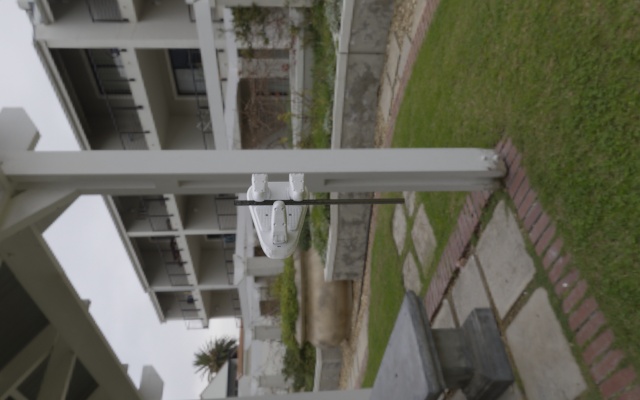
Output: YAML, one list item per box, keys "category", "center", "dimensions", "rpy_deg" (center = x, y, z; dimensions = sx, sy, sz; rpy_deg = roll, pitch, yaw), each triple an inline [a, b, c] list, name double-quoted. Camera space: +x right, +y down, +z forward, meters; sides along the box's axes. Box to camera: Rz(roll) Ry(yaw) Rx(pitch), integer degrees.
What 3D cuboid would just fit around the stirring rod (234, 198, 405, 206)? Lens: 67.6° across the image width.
- category: "stirring rod"
  center: [0.000, 0.002, 0.673]
  dimensions: [0.239, 0.011, 0.011]
  rpy_deg: [-1, 0, -5]
